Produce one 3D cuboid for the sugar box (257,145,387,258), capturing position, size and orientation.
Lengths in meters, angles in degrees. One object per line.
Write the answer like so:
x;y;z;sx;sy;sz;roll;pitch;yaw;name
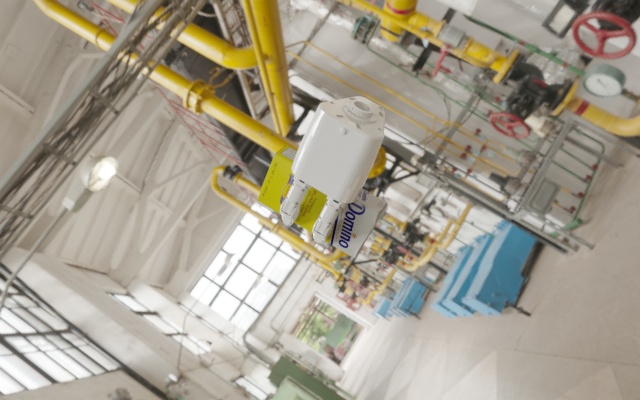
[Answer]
0.000;0.002;0.713;0.176;0.093;0.048;31;32;10;sugar box
